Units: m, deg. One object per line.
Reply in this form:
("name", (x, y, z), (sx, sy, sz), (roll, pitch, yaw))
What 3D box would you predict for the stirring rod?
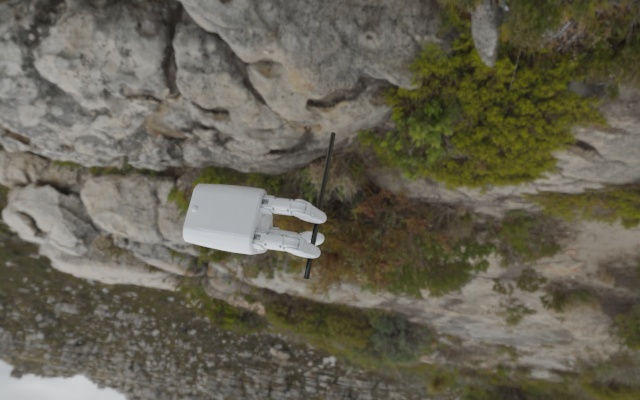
("stirring rod", (0.000, 0.002, 0.737), (0.011, 0.239, 0.011), (9, -20, 3))
